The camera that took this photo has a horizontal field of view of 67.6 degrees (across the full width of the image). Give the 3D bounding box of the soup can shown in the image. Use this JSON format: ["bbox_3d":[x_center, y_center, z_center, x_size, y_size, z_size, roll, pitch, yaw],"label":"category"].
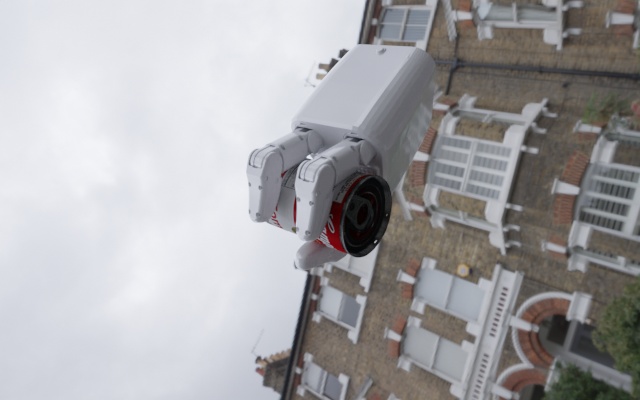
[{"bbox_3d":[0.000,0.002,0.410,0.102,0.068,0.068,17,10,37],"label":"soup can"}]
